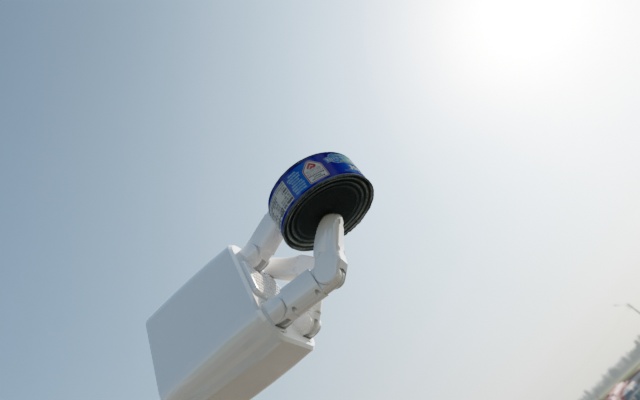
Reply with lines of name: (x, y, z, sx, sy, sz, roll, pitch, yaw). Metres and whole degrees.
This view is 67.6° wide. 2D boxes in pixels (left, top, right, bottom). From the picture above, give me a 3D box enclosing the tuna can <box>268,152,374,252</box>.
tuna can: (0.000, 0.001, 0.401, 0.086, 0.086, 0.033, 0, 42, -40)
